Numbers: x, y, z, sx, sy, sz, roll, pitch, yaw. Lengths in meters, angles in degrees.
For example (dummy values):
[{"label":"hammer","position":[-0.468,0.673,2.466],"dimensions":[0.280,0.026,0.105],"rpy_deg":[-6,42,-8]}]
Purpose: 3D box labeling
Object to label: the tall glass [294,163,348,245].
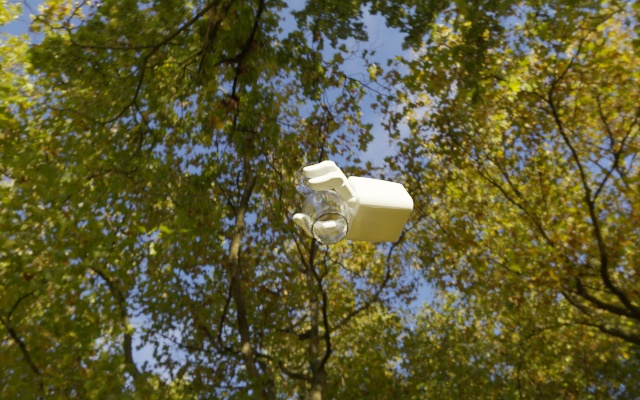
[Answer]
[{"label":"tall glass","position":[0.000,0.003,0.868],"dimensions":[0.079,0.079,0.201],"rpy_deg":[0,26,-10]}]
